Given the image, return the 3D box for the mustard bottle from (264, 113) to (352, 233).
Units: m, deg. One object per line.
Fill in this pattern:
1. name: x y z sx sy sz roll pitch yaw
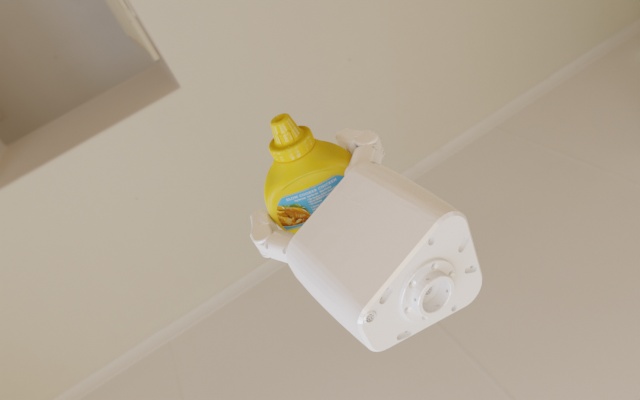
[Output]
1. mustard bottle: 0.000 0.002 0.461 0.096 0.192 0.058 -22 34 7
